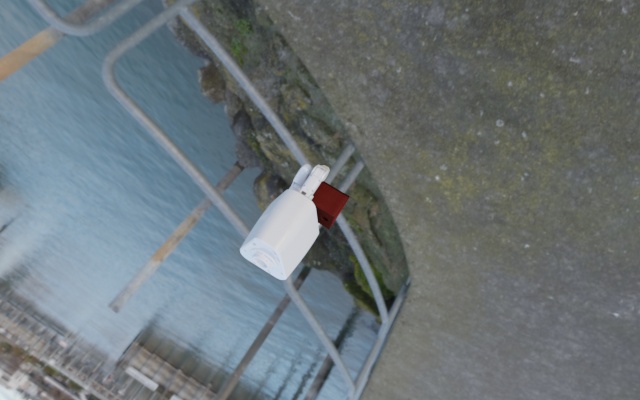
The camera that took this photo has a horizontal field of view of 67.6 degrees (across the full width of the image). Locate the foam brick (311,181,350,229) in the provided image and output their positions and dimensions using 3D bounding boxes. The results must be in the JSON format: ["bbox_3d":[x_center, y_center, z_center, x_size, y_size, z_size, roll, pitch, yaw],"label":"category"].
[{"bbox_3d":[0.000,0.003,0.824,0.078,0.051,0.053,31,-29,6],"label":"foam brick"}]
